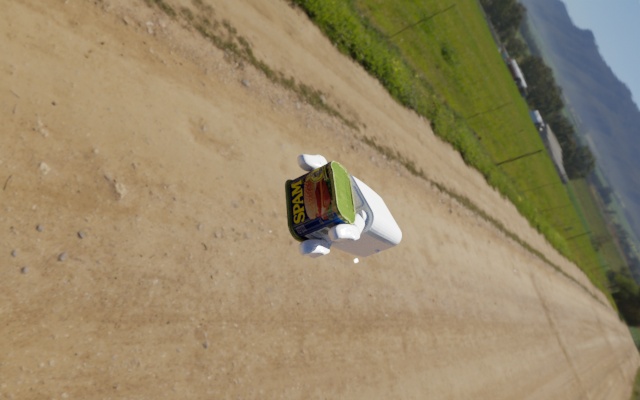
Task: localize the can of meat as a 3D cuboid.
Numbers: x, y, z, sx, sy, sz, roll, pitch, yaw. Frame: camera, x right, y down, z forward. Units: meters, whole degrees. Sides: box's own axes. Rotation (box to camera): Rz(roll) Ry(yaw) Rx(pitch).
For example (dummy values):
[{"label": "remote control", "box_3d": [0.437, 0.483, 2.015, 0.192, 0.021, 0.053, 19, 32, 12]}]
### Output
[{"label": "can of meat", "box_3d": [0.000, 0.002, 0.691, 0.084, 0.102, 0.057, -24, -35, 27]}]
